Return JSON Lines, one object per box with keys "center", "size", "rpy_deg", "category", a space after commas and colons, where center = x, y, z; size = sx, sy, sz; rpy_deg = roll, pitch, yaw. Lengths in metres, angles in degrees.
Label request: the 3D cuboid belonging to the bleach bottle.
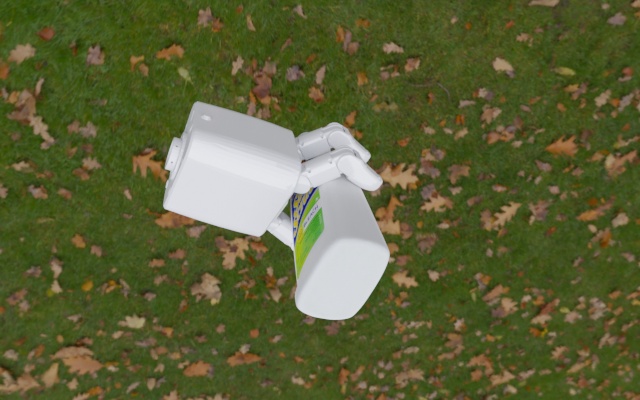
{"center": [0.000, 0.002, 0.525], "size": [0.068, 0.103, 0.250], "rpy_deg": [15, 30, -22], "category": "bleach bottle"}
